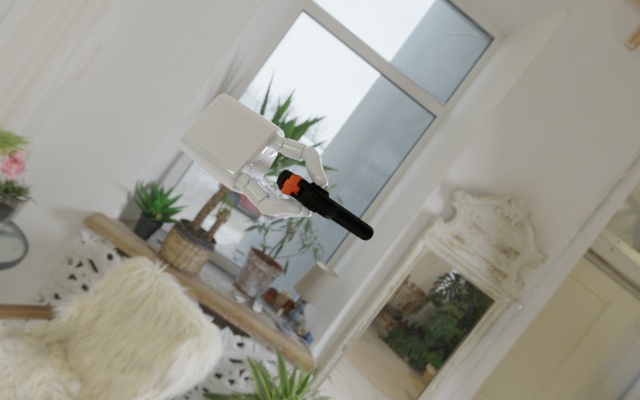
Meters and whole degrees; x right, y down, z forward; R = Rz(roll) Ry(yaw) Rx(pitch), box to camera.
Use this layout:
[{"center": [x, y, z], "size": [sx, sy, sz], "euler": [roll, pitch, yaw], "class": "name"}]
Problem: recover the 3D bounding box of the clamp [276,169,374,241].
[{"center": [0.000, 0.001, 0.676], "size": [0.164, 0.036, 0.210], "euler": [35, 2, 12], "class": "clamp"}]
